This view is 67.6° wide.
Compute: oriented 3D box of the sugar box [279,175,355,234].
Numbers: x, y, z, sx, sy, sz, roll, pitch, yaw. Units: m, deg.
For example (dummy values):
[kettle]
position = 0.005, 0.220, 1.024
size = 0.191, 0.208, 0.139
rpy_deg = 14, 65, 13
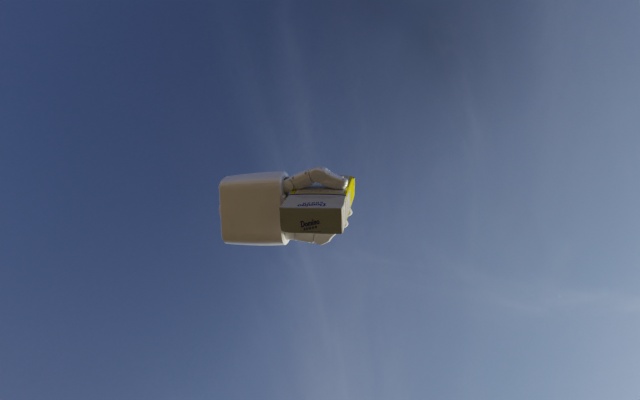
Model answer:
[sugar box]
position = 0.000, 0.003, 0.755
size = 0.093, 0.048, 0.176
rpy_deg = 1, 21, 10
